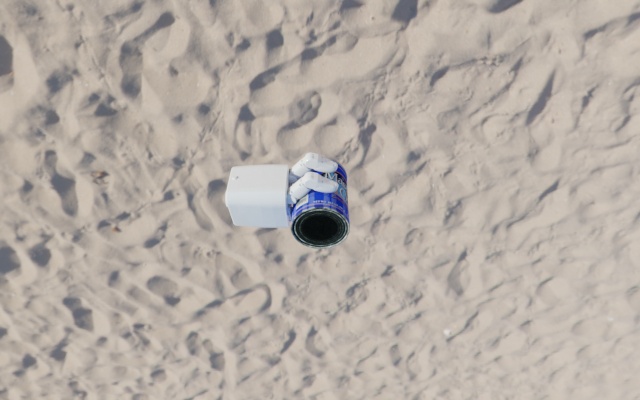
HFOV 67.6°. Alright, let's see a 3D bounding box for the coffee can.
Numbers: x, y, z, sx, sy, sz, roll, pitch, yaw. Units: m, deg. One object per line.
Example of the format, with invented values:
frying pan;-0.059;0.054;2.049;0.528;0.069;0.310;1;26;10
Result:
coffee can;0.000;0.003;0.874;0.103;0.103;0.140;0;43;0
